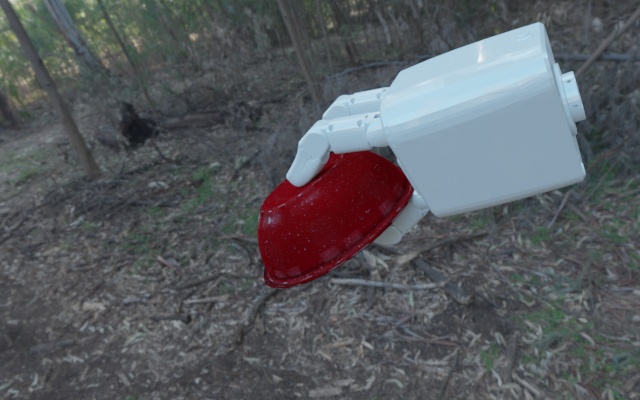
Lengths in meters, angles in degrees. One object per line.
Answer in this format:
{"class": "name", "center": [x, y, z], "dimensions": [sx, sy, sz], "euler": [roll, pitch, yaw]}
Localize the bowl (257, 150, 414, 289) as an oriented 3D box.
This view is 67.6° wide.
{"class": "bowl", "center": [-0.001, 0.002, 0.417], "dimensions": [0.162, 0.055, 0.162], "euler": [-34, 15, 11]}
